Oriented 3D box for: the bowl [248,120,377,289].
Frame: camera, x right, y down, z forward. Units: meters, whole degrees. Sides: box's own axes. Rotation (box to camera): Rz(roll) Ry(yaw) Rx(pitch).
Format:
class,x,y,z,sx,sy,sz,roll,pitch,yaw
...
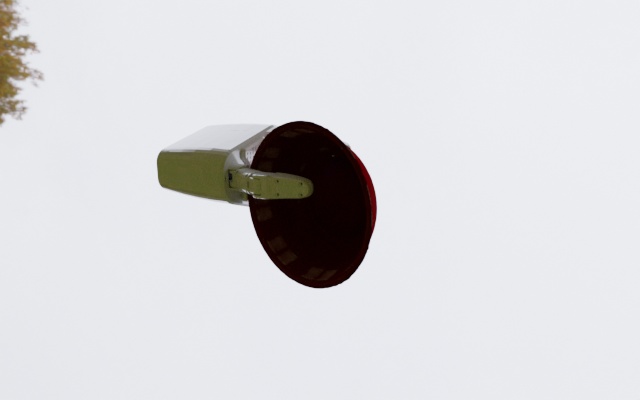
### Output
class,x,y,z,sx,sy,sz,roll,pitch,yaw
bowl,0.001,0.002,0.471,0.162,0.162,0.055,0,10,43
